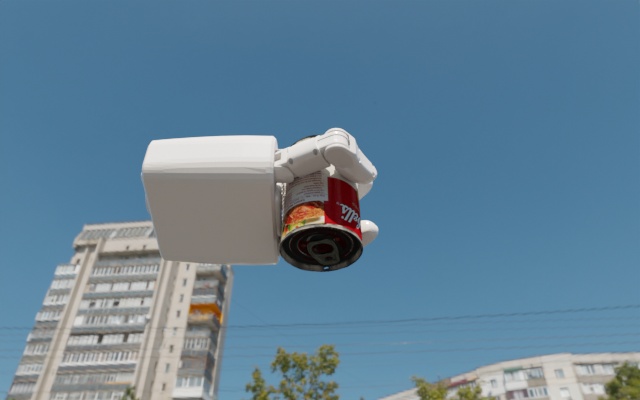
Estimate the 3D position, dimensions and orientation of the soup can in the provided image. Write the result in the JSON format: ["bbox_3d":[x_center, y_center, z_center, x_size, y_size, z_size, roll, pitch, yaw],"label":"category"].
[{"bbox_3d":[0.001,0.001,0.416,0.068,0.102,0.069,0,-39,0],"label":"soup can"}]
